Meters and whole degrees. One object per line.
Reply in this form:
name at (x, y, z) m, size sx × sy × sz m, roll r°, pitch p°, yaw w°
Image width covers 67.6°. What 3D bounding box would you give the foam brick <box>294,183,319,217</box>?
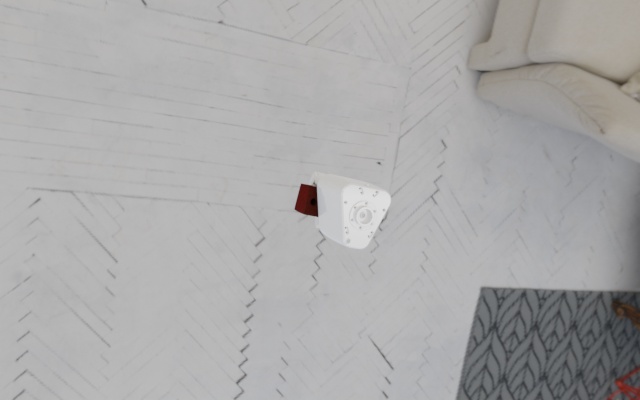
foam brick at (0.000, 0.003, 0.882) m, size 0.078 × 0.053 × 0.051 m, roll 11°, pitch 5°, yaw -22°
